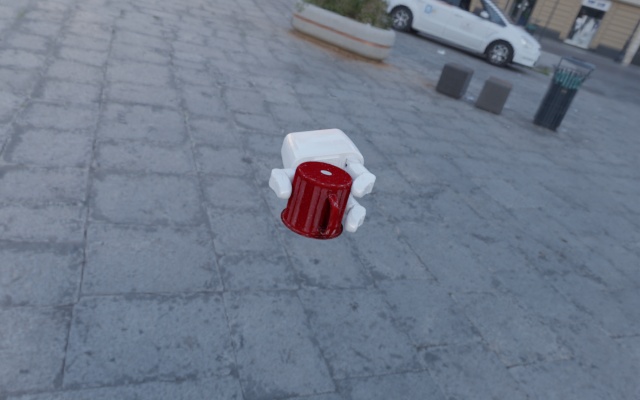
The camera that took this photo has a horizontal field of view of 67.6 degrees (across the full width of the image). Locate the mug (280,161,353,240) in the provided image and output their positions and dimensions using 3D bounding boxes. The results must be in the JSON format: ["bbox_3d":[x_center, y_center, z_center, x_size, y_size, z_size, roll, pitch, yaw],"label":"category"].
[{"bbox_3d":[0.000,0.003,0.660,0.093,0.081,0.117,6,27,-19],"label":"mug"}]
